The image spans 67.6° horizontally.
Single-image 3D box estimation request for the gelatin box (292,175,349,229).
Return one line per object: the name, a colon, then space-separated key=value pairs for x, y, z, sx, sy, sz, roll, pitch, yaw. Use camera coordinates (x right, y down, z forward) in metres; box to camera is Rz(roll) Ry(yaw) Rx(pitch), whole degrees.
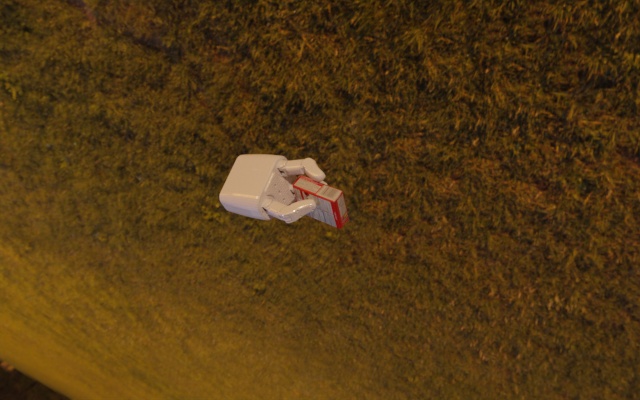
gelatin box: x=0.000 y=0.003 z=0.808 sx=0.089 sy=0.030 sz=0.073 roll=22 pitch=-33 yaw=29
